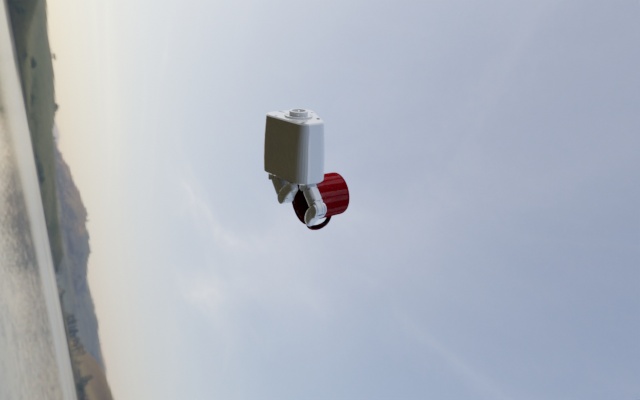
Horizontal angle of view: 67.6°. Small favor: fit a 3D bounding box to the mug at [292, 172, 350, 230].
[{"bbox_3d":[0.000,0.004,0.898,0.081,0.117,0.093,-12,29,-29],"label":"mug"}]
